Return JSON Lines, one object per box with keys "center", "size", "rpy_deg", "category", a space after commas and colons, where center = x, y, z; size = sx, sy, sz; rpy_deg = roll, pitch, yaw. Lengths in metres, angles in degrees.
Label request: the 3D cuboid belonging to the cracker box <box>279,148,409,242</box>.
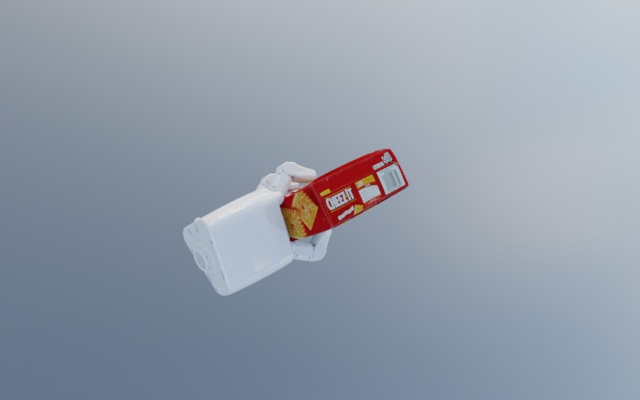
{"center": [0.000, 0.003, 0.725], "size": [0.164, 0.072, 0.214], "rpy_deg": [-27, 3, -36], "category": "cracker box"}
